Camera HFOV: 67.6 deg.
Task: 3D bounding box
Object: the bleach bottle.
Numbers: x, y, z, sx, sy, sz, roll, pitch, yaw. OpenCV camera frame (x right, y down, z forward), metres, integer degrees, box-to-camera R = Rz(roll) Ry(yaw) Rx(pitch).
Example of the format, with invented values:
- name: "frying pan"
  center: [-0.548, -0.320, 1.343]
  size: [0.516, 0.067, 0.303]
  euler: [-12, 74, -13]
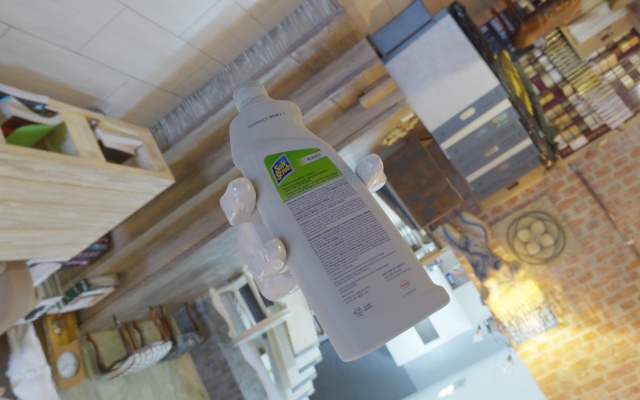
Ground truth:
- name: "bleach bottle"
  center: [0.000, 0.001, 0.411]
  size: [0.102, 0.250, 0.068]
  euler: [-24, -15, -23]
